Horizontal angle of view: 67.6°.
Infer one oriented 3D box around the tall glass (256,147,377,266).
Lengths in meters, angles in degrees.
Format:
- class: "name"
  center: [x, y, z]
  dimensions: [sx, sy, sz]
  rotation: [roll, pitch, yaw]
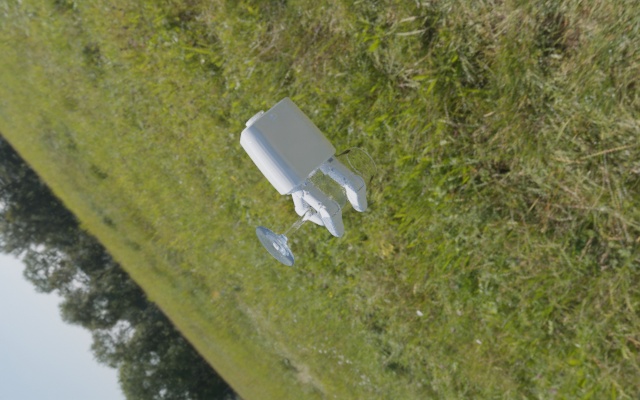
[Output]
- class: "tall glass"
  center: [0.000, 0.003, 0.713]
  dimensions: [0.201, 0.079, 0.079]
  rotation: [-43, 22, -26]
